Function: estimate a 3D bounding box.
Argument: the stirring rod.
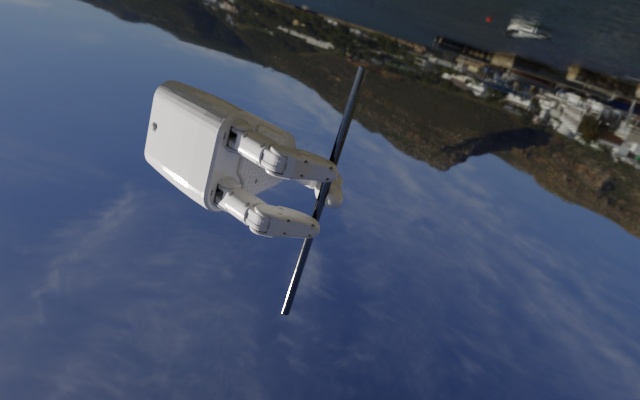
[{"bbox_3d":[0.000,0.001,0.421,0.011,0.240,0.011,15,20,-6],"label":"stirring rod"}]
